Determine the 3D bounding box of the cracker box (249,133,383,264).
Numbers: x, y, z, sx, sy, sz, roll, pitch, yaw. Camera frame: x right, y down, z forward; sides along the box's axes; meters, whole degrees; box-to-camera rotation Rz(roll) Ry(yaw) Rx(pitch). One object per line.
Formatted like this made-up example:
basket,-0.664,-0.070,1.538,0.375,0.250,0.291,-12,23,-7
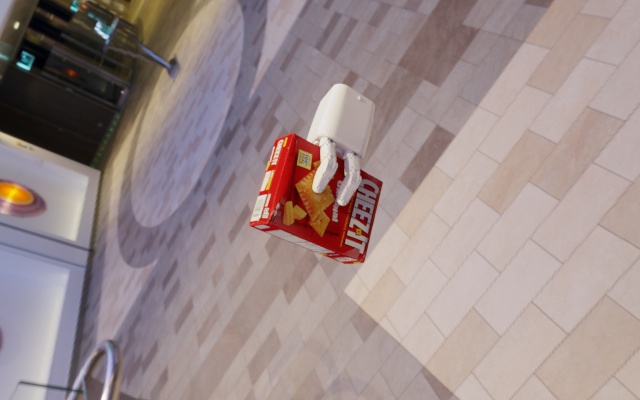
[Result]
cracker box,0.000,0.003,0.842,0.214,0.164,0.072,25,-19,-30
